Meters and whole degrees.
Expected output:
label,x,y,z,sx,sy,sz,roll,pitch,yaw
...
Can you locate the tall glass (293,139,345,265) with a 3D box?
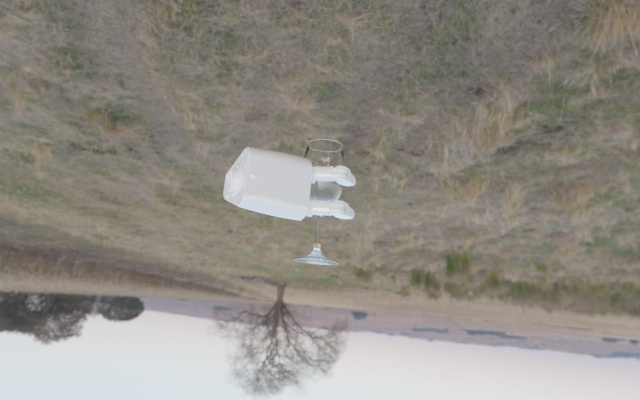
label,x,y,z,sx,sy,sz,roll,pitch,yaw
tall glass,0.000,0.003,0.792,0.079,0.201,0.079,5,-12,1
